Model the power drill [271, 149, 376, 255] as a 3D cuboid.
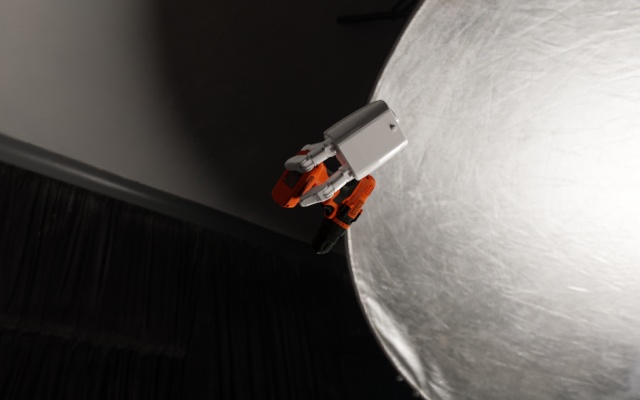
[{"bbox_3d":[0.000,0.003,0.878,0.188,0.184,0.057,28,7,-47],"label":"power drill"}]
